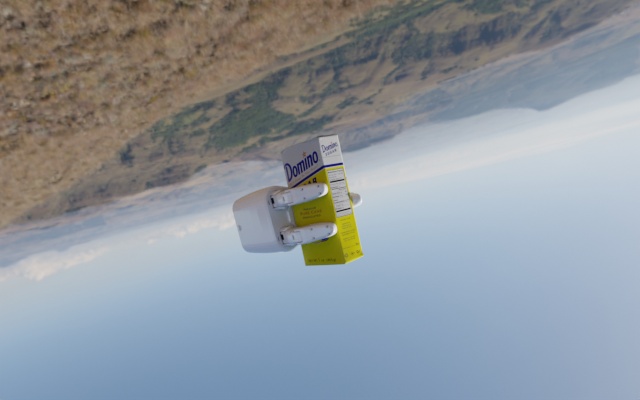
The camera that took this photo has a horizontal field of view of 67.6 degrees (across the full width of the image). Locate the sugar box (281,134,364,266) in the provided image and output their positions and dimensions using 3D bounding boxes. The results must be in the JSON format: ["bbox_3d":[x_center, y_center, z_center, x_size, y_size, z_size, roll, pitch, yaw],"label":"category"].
[{"bbox_3d":[0.000,0.002,0.679,0.048,0.176,0.093,-16,2,-40],"label":"sugar box"}]
